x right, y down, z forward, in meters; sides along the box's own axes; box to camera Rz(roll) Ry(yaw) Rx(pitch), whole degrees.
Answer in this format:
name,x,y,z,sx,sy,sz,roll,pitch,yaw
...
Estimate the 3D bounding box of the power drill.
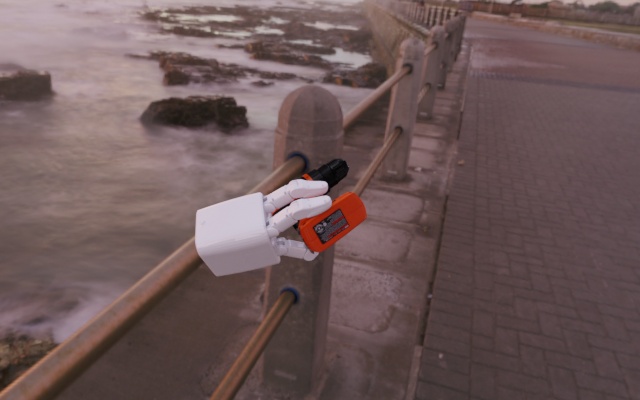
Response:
name,x,y,z,sx,sy,sz,roll,pitch,yaw
power drill,0.000,0.003,0.786,0.184,0.057,0.187,-37,24,-10
